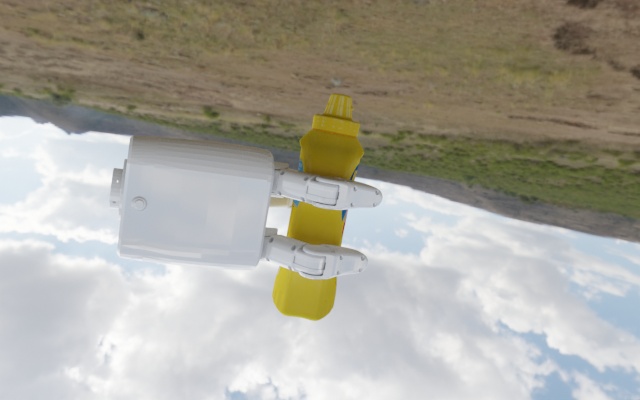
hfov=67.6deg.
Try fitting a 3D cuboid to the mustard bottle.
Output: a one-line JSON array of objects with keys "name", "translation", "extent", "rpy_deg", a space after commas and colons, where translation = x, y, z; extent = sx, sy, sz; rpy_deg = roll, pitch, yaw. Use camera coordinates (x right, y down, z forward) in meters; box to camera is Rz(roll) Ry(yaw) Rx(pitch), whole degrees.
[{"name": "mustard bottle", "translation": [0.000, 0.002, 0.428], "extent": [0.058, 0.191, 0.096], "rpy_deg": [11, 8, 1]}]
